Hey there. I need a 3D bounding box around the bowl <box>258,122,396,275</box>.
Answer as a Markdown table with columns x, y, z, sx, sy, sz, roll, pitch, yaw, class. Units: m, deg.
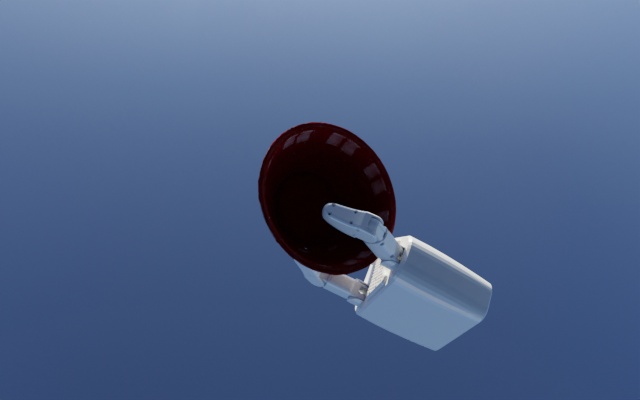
| x | y | z | sx | sy | sz | roll | pitch | yaw | class |
| --- | --- | --- | --- | --- | --- | --- | --- | --- | --- |
| -0.001 | 0.001 | 0.509 | 0.162 | 0.162 | 0.055 | 0 | -15 | -30 | bowl |
